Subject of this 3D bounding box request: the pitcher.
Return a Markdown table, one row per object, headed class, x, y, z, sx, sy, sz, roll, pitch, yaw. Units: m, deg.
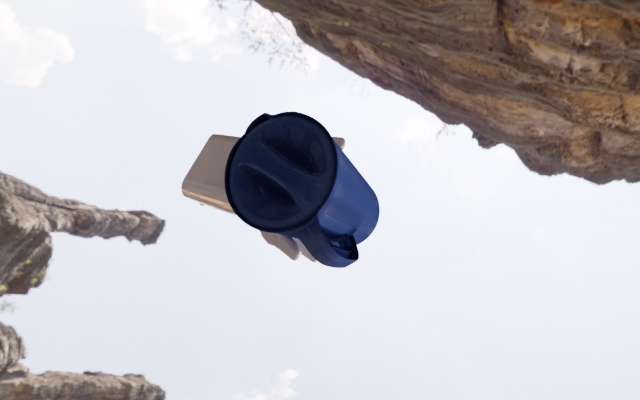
| class | x | y | z | sx | sy | sz | roll | pitch | yaw |
| --- | --- | --- | --- | --- | --- | --- | --- | --- | --- |
| pitcher | 0.000 | 0.002 | 0.604 | 0.145 | 0.149 | 0.243 | 13 | -8 | 24 |
